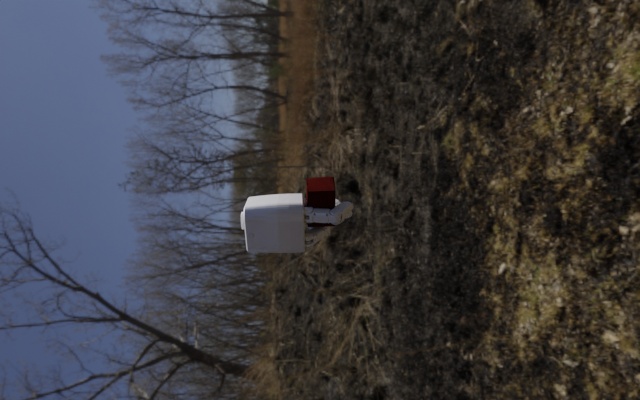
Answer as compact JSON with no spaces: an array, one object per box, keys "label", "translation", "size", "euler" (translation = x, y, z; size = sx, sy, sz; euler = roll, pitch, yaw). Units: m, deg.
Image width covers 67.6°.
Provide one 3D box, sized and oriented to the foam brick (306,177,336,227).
[{"label":"foam brick","translation":[0.000,0.003,0.868],"size":[0.051,0.078,0.053],"euler":[-1,30,-2]}]
